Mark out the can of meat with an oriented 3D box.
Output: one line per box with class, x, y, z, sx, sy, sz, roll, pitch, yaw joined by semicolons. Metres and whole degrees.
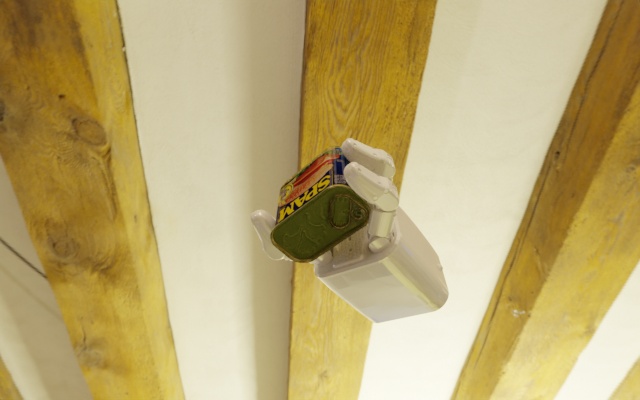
can of meat;0.000;0.001;0.493;0.102;0.057;0.084;-36;27;23
